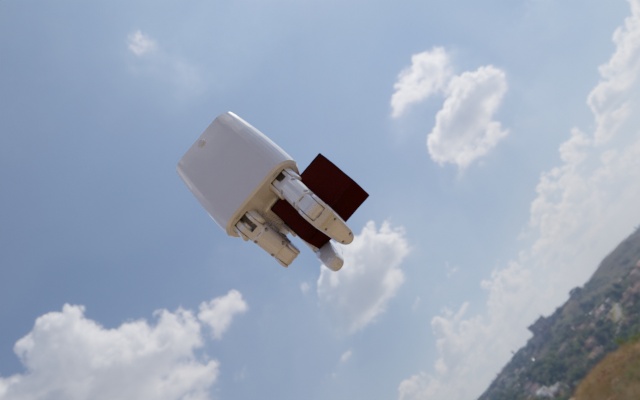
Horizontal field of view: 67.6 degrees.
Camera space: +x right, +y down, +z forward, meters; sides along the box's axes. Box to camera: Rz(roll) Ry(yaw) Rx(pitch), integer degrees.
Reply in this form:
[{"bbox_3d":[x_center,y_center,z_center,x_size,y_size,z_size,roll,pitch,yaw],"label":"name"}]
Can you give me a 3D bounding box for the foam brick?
[{"bbox_3d":[0.000,0.001,0.485,0.051,0.078,0.053,42,1,28],"label":"foam brick"}]
